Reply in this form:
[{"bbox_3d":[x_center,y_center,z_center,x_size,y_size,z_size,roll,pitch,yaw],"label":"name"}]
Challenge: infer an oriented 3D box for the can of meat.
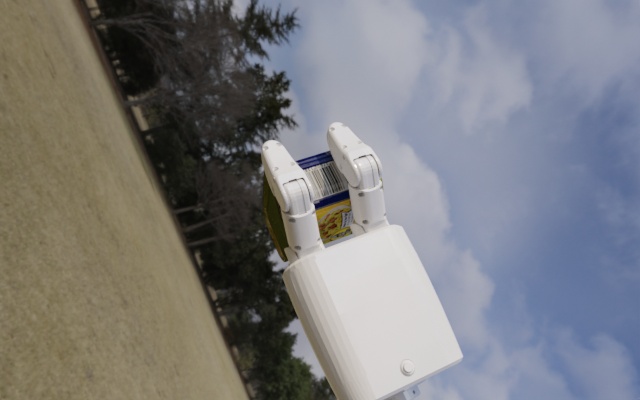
[{"bbox_3d":[0.000,0.001,0.407,0.084,0.057,0.102,-18,-24,-16],"label":"can of meat"}]
